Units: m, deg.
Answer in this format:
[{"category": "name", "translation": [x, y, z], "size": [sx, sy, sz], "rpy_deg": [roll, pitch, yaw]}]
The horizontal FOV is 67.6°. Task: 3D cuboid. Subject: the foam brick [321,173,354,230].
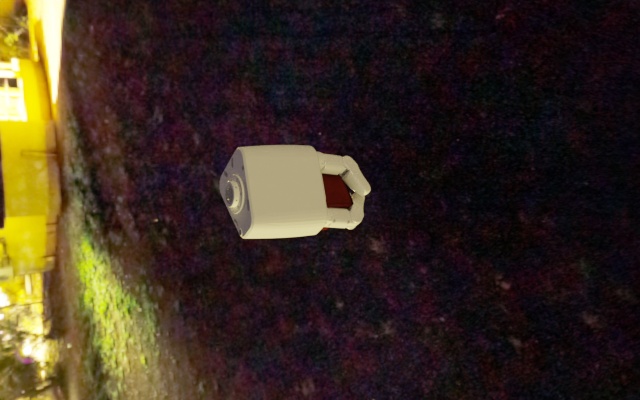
[{"category": "foam brick", "translation": [0.000, 0.002, 0.675], "size": [0.051, 0.053, 0.078], "rpy_deg": [-1, -30, -33]}]
